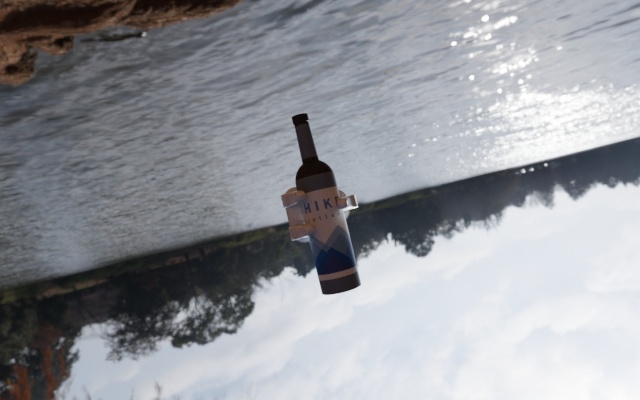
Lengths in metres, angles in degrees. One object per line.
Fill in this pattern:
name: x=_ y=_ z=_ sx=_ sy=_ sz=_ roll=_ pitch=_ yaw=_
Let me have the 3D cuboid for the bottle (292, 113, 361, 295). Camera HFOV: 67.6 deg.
bottle: x=0.000 y=0.003 z=0.785 sx=0.069 sy=0.295 sz=0.069 roll=-14 pitch=-1 yaw=0
